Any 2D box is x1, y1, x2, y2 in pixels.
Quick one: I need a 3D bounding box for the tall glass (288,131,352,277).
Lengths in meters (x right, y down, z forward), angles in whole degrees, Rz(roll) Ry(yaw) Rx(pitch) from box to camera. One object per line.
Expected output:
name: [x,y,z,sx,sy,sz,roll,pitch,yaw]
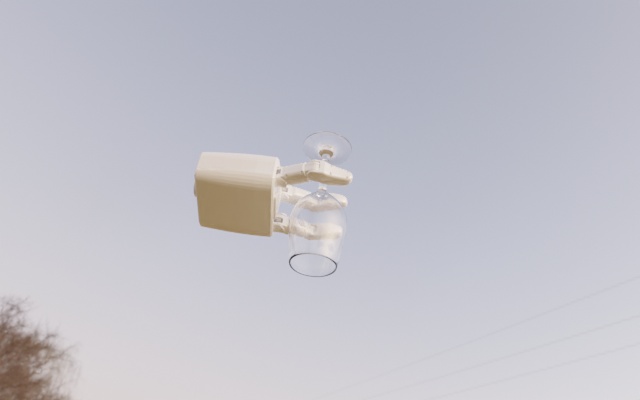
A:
tall glass: [0.000,0.002,0.658,0.079,0.201,0.079,4,-36,3]
